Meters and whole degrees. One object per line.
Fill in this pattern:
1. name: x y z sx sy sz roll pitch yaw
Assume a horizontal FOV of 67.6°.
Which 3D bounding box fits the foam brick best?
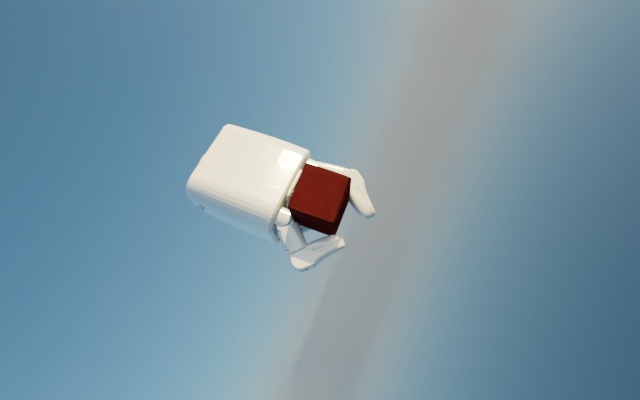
1. foam brick: 0.000 0.002 0.515 0.051 0.053 0.078 20 -14 7
